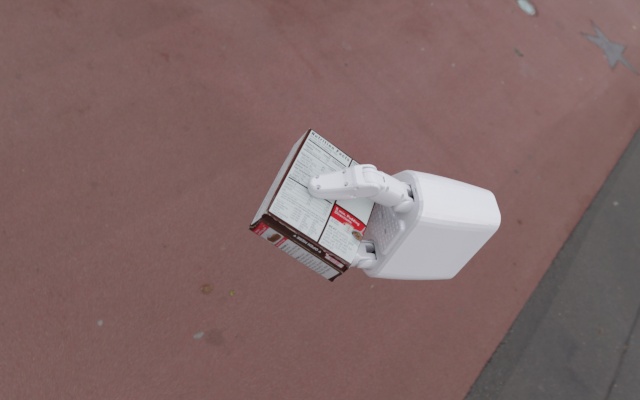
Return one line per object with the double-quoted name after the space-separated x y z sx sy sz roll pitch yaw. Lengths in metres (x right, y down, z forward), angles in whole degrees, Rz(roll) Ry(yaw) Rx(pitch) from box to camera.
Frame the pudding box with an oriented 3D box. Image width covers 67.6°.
0.000 0.001 0.431 0.090 0.113 0.039 34 -41 -11 "pudding box"
